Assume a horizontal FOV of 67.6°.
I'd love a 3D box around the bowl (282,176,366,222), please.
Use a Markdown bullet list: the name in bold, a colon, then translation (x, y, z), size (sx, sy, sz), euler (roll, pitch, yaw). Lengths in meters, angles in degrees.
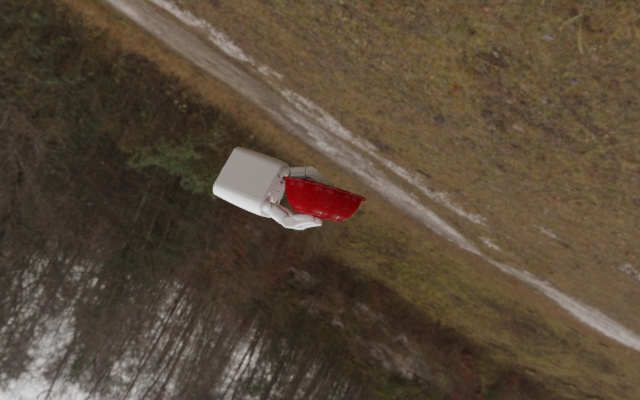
- **bowl**: translation (0.001, 0.004, 0.882), size (0.162, 0.055, 0.162), euler (14, -3, 1)
